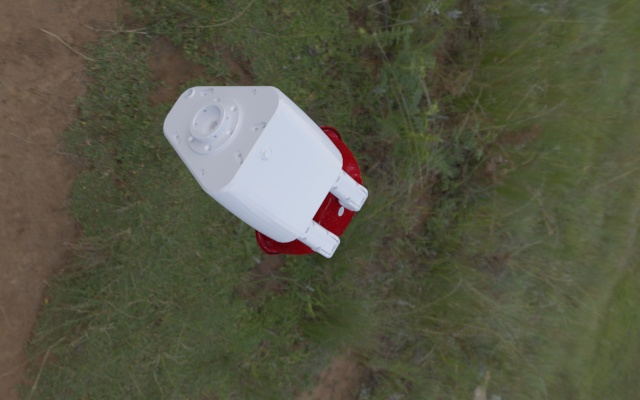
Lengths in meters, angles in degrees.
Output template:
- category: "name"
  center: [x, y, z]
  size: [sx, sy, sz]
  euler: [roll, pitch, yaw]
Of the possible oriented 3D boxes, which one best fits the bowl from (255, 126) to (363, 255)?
- category: "bowl"
  center: [0.001, 0.002, 0.535]
  size: [0.055, 0.162, 0.162]
  euler: [28, 12, 22]
